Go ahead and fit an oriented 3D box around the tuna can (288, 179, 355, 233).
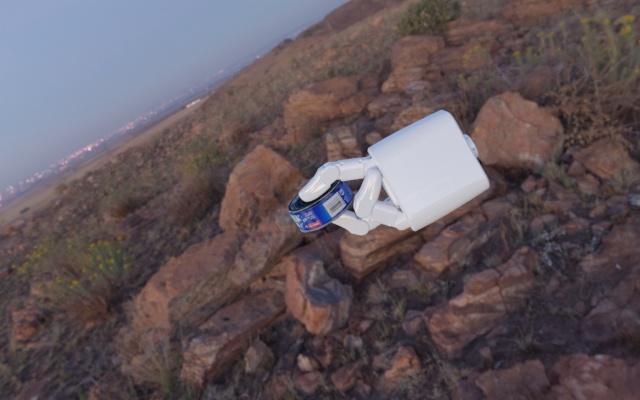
[{"bbox_3d":[0.000,0.002,0.627,0.086,0.034,0.086,-30,19,12],"label":"tuna can"}]
